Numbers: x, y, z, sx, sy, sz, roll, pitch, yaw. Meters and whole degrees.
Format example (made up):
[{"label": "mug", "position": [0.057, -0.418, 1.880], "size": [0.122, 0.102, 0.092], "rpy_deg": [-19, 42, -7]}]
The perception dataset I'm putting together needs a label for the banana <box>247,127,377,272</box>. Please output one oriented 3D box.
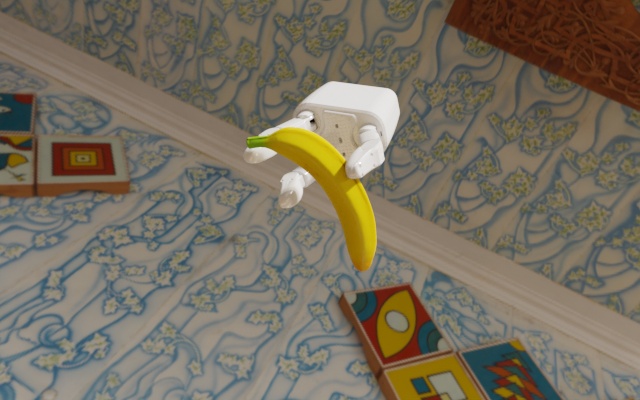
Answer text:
[{"label": "banana", "position": [0.012, -0.009, 0.508], "size": [0.070, 0.198, 0.037], "rpy_deg": [-31, 16, 31]}]
